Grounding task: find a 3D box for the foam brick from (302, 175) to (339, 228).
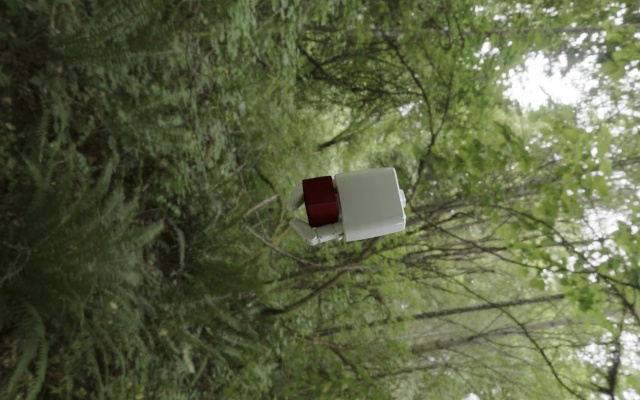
[{"bbox_3d":[0.000,0.003,0.800,0.051,0.053,0.078,-9,-32,0],"label":"foam brick"}]
